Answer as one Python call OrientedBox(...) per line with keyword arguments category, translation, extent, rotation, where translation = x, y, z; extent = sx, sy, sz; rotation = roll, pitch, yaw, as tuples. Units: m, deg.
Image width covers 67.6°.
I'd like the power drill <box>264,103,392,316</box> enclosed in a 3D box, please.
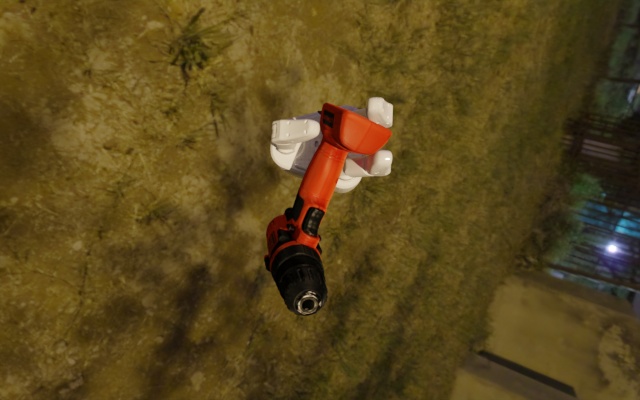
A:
OrientedBox(category="power drill", translation=(0.000, 0.001, 0.478), extent=(0.057, 0.188, 0.184), rotation=(23, 11, -19))
